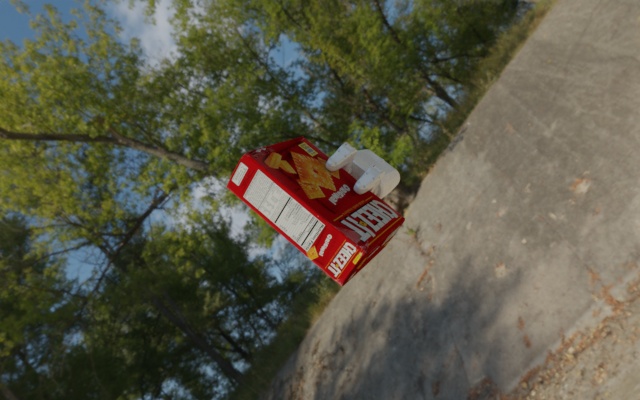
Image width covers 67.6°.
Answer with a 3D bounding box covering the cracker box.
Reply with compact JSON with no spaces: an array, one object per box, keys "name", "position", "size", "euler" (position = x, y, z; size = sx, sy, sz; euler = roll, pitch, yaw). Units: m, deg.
[{"name":"cracker box","position":[0.000,0.002,0.689],"size":[0.213,0.072,0.164],"euler":[39,28,13]}]
